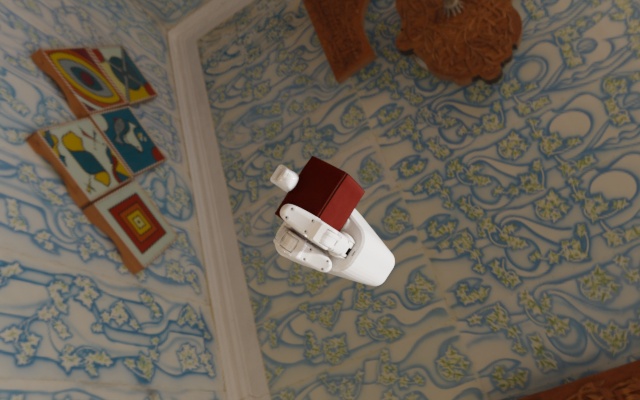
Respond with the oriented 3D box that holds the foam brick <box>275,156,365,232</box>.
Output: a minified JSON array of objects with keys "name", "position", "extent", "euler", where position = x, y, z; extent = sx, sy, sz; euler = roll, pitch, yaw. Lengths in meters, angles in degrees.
[{"name":"foam brick","position":[0.000,0.001,0.516],"extent":[0.053,0.078,0.051],"euler":[33,-1,36]}]
